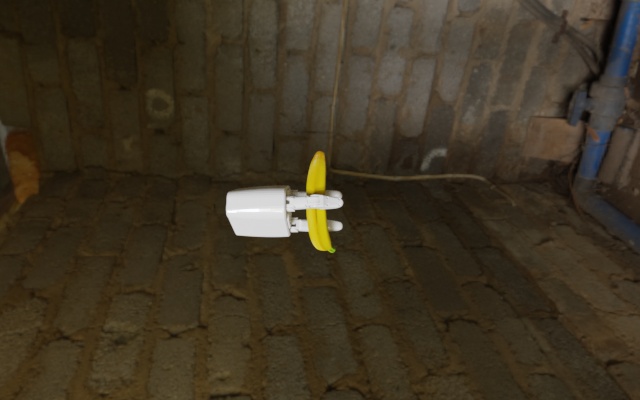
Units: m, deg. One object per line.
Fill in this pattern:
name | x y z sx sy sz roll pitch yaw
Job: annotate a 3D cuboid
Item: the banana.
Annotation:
banana | -0.004 0.010 0.880 0.037 0.198 0.069 -2 11 14
